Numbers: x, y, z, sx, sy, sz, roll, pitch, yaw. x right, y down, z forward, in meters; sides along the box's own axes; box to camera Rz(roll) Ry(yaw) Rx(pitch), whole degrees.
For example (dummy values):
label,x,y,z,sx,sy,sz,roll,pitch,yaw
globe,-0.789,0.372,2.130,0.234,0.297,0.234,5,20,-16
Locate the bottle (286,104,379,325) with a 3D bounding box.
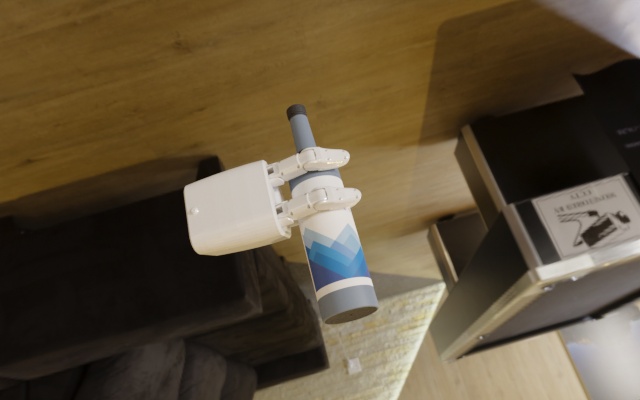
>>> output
label,x,y,z,sx,sy,sz,roll,pitch,yaw
bottle,0.000,0.002,0.602,0.069,0.295,0.069,-12,-26,-6
